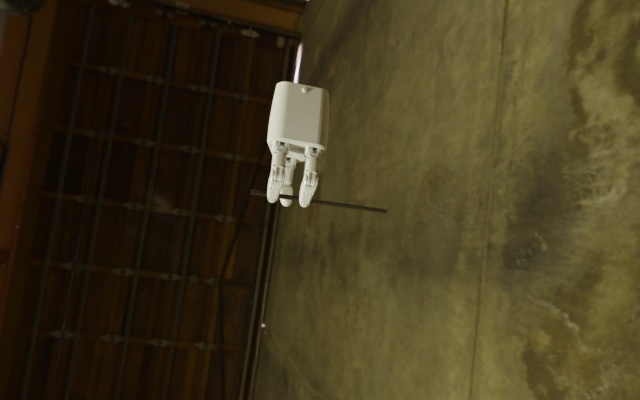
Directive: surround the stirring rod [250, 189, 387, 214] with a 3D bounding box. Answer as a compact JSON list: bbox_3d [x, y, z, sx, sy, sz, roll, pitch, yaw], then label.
[{"bbox_3d":[0.000,0.003,0.813,0.239,0.011,0.011,8,-2,-14],"label":"stirring rod"}]
